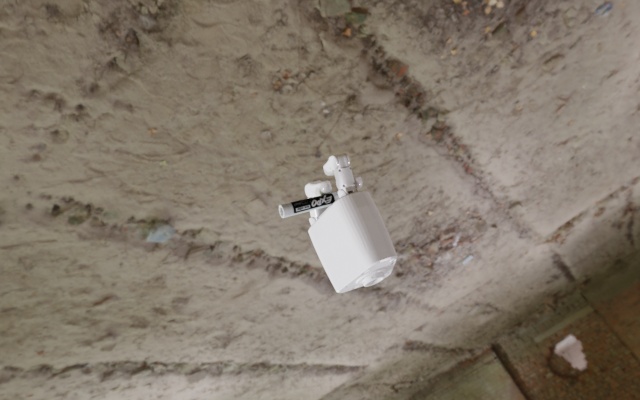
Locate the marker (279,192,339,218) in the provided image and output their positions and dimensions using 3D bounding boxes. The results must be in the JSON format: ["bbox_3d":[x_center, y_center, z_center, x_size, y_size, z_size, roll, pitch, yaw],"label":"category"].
[{"bbox_3d":[0.000,0.002,0.676,0.121,0.020,0.020,-14,5,-24],"label":"marker"}]
